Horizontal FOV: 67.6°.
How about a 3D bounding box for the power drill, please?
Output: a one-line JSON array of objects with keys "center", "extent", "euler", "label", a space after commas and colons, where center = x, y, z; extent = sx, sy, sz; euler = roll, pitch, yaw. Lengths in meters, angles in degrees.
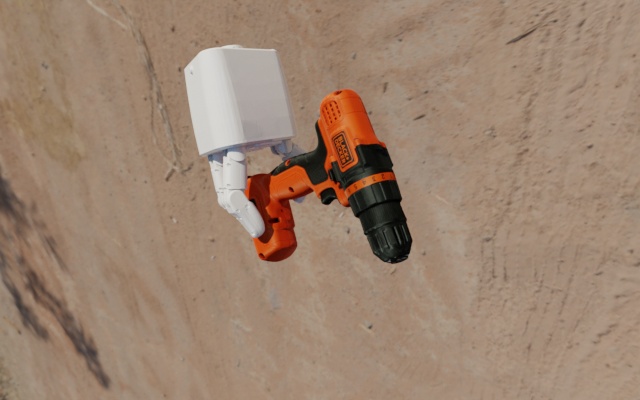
[{"center": [0.000, 0.002, 0.516], "extent": [0.188, 0.184, 0.057], "euler": [-30, -21, 36], "label": "power drill"}]
